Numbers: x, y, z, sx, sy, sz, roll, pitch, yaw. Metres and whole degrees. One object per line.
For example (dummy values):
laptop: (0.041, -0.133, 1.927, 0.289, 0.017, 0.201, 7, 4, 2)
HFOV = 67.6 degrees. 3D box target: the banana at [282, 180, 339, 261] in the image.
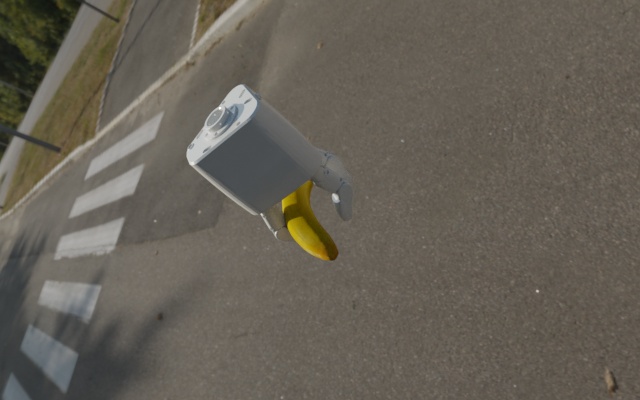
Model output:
banana: (-0.017, 0.006, 0.617, 0.069, 0.037, 0.197, -19, 40, 14)
